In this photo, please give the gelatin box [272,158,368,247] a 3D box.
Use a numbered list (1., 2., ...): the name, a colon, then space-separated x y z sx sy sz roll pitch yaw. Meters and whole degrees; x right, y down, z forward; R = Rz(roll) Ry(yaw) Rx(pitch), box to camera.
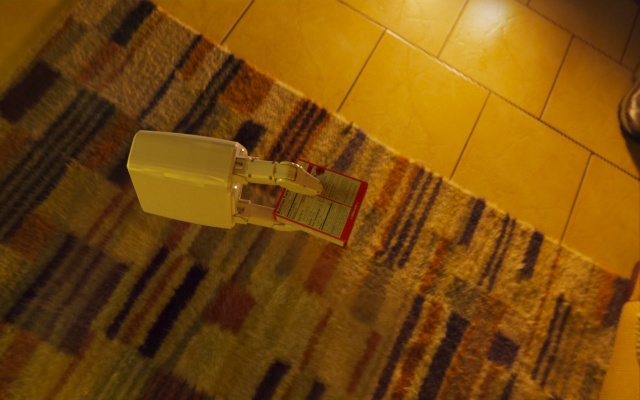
1. gelatin box: 0.000 0.002 0.538 0.089 0.073 0.030 20 -16 8
